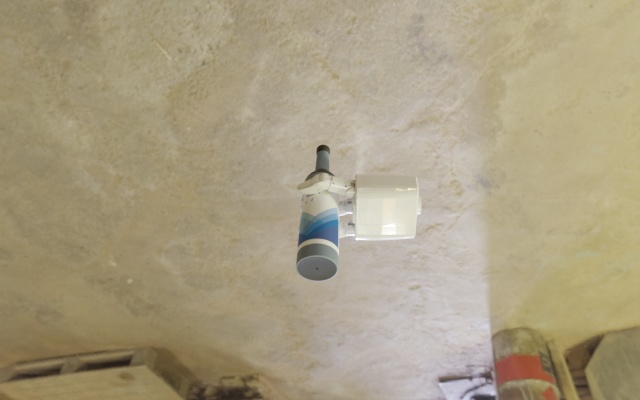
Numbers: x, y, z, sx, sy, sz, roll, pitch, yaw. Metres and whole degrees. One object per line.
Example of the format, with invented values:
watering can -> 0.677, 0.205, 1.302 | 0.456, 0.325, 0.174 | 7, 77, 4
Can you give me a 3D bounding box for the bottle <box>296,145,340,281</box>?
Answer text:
bottle -> 0.000, 0.003, 0.844 | 0.069, 0.069, 0.295 | 1, 45, 1
